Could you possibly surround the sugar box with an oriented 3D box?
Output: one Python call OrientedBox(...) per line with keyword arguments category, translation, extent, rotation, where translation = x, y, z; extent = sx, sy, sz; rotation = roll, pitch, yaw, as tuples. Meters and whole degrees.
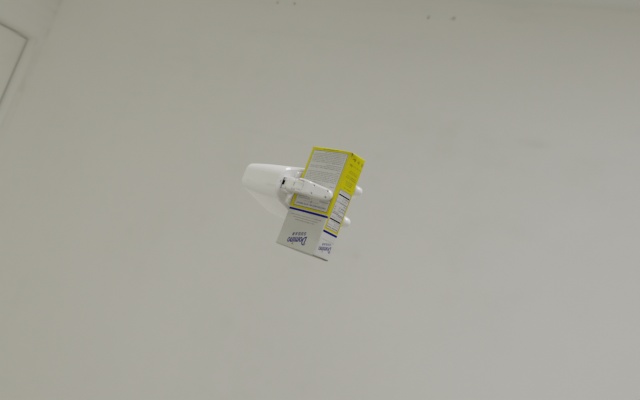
OrientedBox(category="sugar box", translation=(0.000, 0.003, 0.780), extent=(0.093, 0.176, 0.048), rotation=(14, -8, 45))
